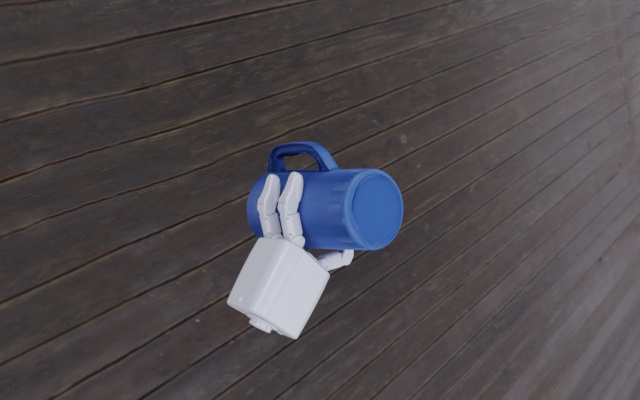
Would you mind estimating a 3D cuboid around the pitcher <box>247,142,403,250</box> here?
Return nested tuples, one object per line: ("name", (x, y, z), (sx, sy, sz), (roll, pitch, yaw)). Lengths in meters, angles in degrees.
("pitcher", (0.000, 0.003, 0.714), (0.149, 0.145, 0.243), (40, -23, -30))
